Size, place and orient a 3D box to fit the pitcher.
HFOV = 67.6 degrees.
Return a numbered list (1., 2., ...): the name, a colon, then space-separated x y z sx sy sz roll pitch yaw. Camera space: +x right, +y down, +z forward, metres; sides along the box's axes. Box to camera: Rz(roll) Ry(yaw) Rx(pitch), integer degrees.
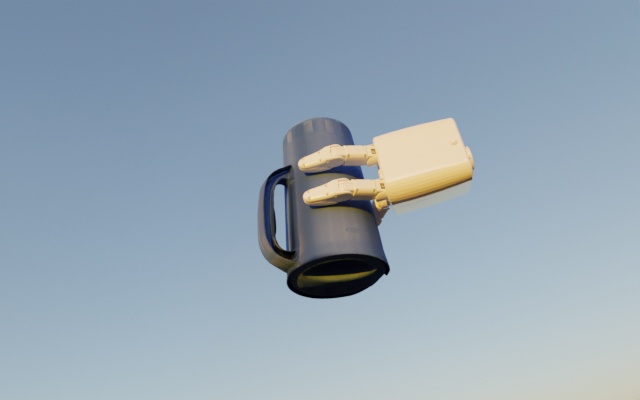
1. pitcher: 0.000 0.002 0.662 0.145 0.242 0.149 -15 -34 9
